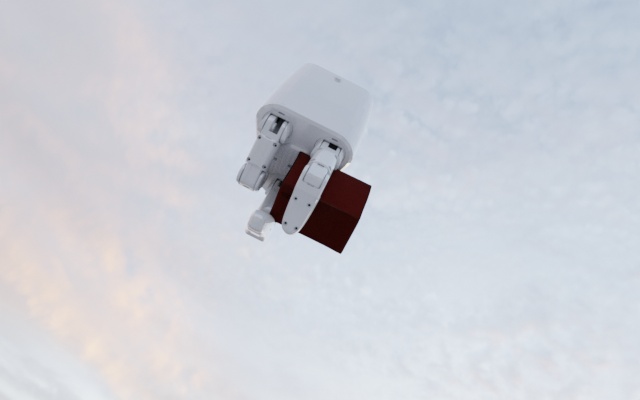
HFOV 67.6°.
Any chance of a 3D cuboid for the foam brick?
[{"bbox_3d":[0.000,0.002,0.446,0.078,0.053,0.051,27,42,0],"label":"foam brick"}]
